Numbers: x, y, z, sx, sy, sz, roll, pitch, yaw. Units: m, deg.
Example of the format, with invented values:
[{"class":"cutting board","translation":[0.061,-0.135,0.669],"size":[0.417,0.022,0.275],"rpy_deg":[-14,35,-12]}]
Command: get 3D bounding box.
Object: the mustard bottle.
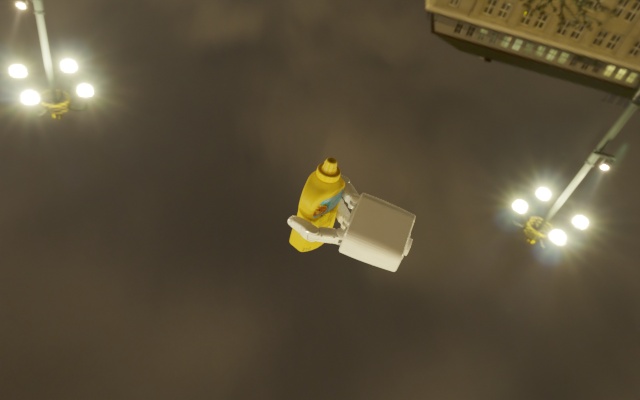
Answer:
[{"class":"mustard bottle","translation":[0.000,0.003,0.862],"size":[0.058,0.192,0.096],"rpy_deg":[39,46,24]}]
